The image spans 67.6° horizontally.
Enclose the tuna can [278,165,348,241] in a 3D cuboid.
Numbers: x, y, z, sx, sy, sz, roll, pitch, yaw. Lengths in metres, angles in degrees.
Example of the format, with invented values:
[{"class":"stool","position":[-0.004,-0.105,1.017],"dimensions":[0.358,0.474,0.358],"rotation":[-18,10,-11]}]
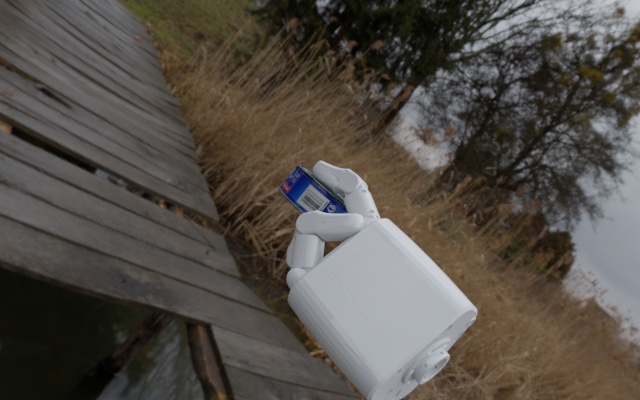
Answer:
[{"class":"tuna can","position":[0.000,0.001,0.493],"dimensions":[0.086,0.034,0.086],"rotation":[39,5,-4]}]
